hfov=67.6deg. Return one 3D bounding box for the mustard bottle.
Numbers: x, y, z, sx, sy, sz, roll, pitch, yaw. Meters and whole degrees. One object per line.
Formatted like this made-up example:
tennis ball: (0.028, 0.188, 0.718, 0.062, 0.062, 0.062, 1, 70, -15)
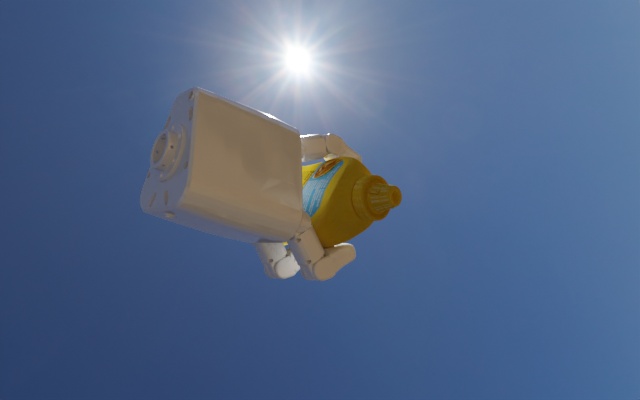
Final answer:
mustard bottle: (0.000, 0.002, 0.474, 0.191, 0.096, 0.058, -6, -44, 49)
